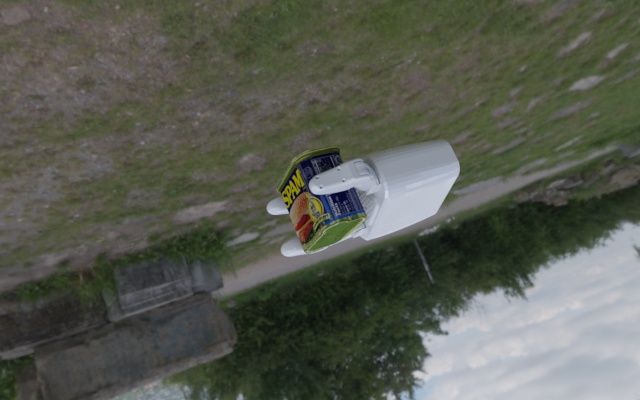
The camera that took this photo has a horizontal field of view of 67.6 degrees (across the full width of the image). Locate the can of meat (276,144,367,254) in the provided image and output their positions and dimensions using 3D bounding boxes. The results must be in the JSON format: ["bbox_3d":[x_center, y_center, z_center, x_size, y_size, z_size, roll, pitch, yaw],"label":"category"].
[{"bbox_3d":[0.000,0.002,0.520,0.057,0.084,0.102,-15,-17,-26],"label":"can of meat"}]
